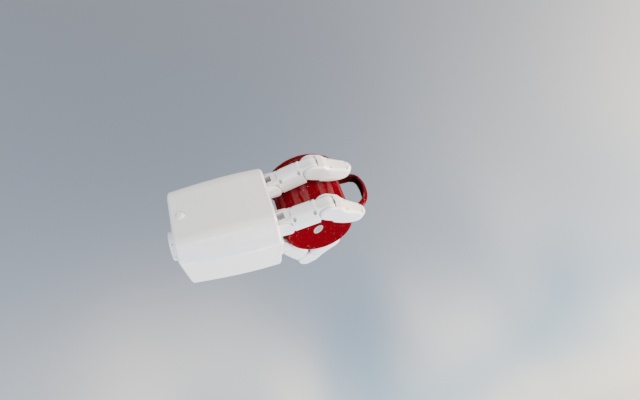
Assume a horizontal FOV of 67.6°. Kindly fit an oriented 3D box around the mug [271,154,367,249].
[{"bbox_3d":[0.002,0.002,0.577,0.117,0.081,0.093,-14,-37,-9],"label":"mug"}]
